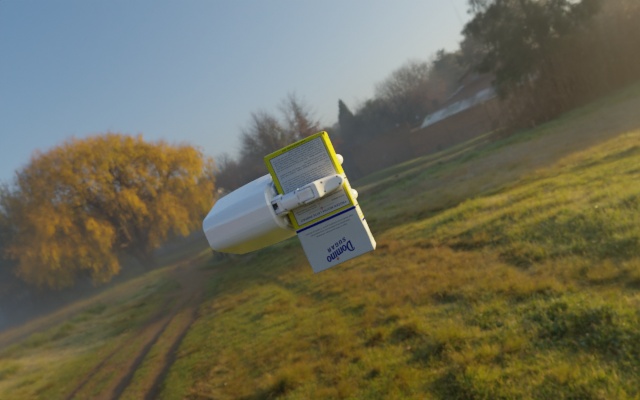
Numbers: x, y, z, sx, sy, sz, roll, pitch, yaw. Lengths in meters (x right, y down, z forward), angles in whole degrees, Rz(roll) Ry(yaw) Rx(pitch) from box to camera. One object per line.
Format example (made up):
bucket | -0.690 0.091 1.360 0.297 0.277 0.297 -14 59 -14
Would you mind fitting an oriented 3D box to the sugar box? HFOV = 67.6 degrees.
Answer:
sugar box | 0.000 0.002 0.663 0.093 0.176 0.048 -23 3 10
